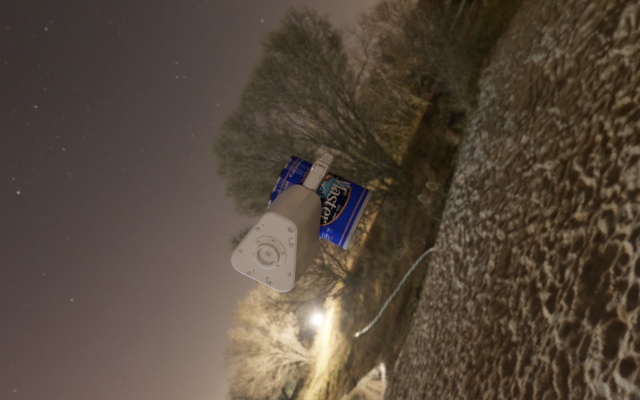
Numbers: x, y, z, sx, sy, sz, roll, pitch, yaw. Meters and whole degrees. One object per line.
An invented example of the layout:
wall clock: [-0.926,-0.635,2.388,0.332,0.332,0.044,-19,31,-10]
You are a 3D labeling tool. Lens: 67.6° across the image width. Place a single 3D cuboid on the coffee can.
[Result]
coffee can: [0.000,0.002,0.762,0.140,0.103,0.103,25,3,6]
